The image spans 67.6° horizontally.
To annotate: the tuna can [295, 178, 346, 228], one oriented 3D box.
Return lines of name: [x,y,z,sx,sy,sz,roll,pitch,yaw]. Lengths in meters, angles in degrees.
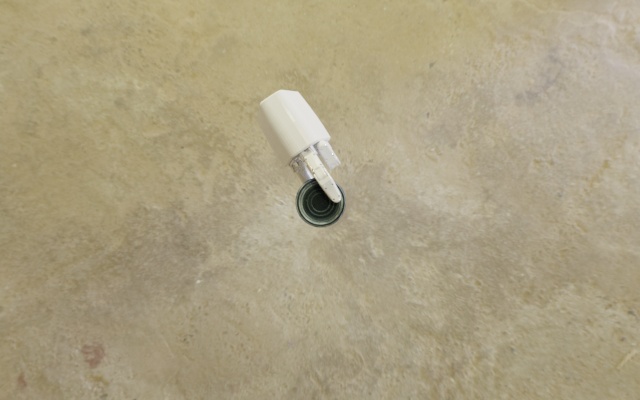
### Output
tuna can: [0.000,0.003,0.806,0.086,0.086,0.034,0,2,-2]
